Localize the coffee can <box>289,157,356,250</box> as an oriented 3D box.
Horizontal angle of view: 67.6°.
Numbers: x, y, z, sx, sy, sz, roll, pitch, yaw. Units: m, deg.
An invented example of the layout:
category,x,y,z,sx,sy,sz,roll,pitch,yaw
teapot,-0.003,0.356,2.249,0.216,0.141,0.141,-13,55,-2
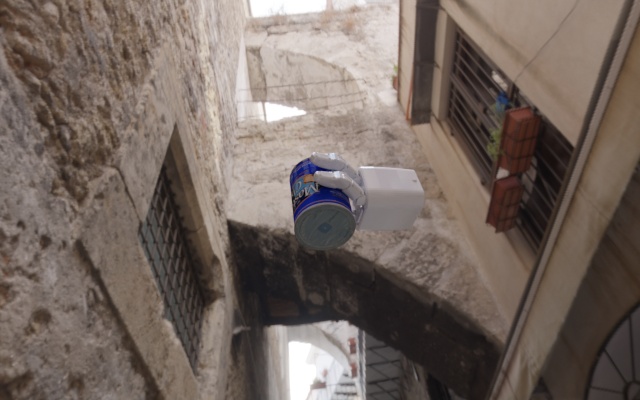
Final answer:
category,x,y,z,sx,sy,sz,roll,pitch,yaw
coffee can,0.000,0.003,0.839,0.103,0.103,0.140,0,39,-8
